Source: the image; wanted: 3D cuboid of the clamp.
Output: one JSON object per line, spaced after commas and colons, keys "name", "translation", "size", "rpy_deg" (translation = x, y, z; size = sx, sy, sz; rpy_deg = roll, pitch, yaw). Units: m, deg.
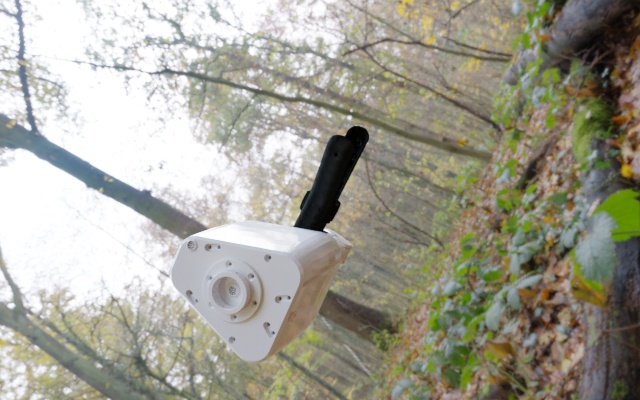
{"name": "clamp", "translation": [-0.001, 0.001, 0.477], "size": [0.039, 0.171, 0.120], "rpy_deg": [26, 9, 12]}
